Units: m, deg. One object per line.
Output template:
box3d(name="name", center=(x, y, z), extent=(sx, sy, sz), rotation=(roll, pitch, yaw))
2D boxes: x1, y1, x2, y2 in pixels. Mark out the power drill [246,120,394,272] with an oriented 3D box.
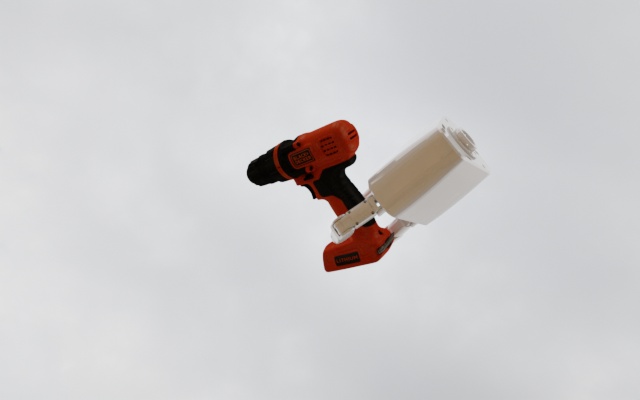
box3d(name="power drill", center=(0.001, 0.002, 0.633), extent=(0.184, 0.188, 0.057), rotation=(-17, 17, 41))
